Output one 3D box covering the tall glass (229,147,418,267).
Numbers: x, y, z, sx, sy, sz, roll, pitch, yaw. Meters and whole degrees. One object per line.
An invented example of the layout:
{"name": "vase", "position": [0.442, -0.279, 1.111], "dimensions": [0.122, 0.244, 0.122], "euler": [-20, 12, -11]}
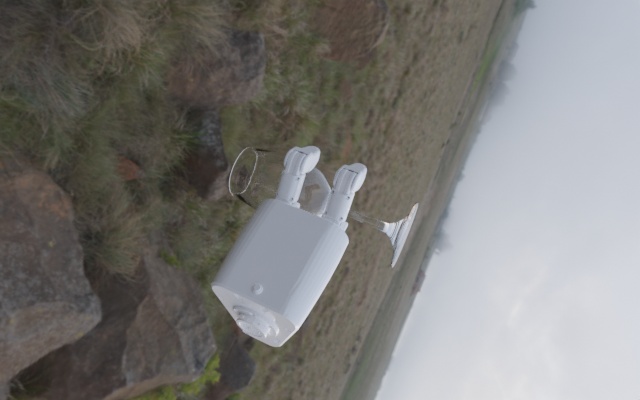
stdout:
{"name": "tall glass", "position": [0.001, 0.002, 0.530], "dimensions": [0.201, 0.079, 0.079], "euler": [22, 5, 14]}
